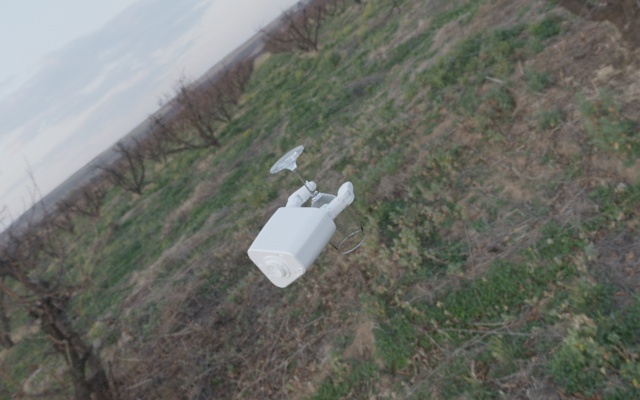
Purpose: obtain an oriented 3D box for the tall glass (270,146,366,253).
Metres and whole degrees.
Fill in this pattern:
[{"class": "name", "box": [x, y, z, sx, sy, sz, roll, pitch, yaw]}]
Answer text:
[{"class": "tall glass", "box": [0.000, 0.002, 0.855, 0.079, 0.201, 0.079, -34, 19, 13]}]
